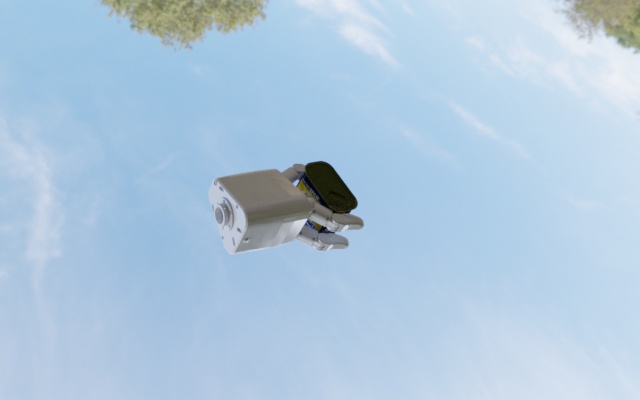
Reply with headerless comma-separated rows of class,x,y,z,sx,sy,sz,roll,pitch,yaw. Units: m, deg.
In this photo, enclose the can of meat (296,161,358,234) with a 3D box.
can of meat,0.000,0.003,0.765,0.057,0.102,0.084,-14,-31,-40
